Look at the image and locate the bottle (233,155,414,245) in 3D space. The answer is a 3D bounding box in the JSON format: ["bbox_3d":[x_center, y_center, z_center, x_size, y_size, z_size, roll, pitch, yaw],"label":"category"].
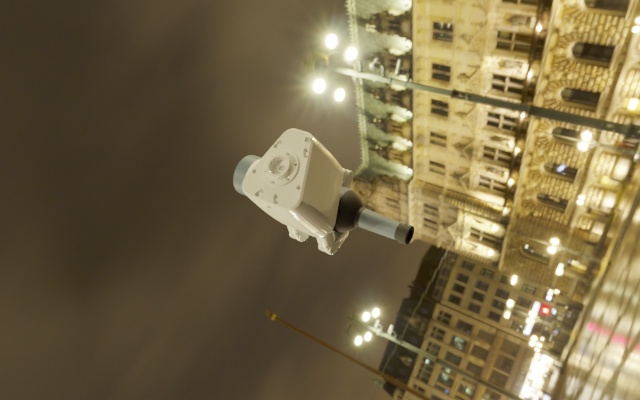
[{"bbox_3d":[0.000,0.002,0.714,0.295,0.069,0.069,21,10,29],"label":"bottle"}]
